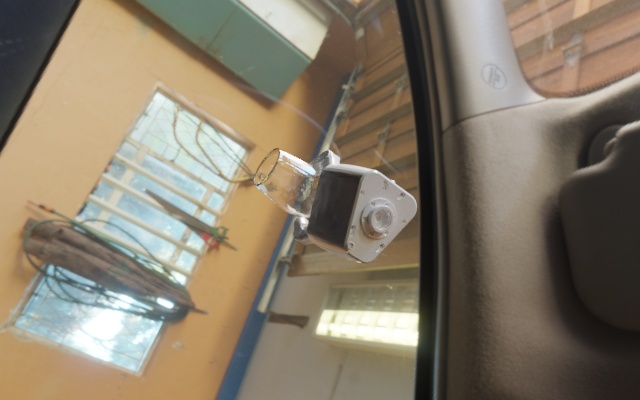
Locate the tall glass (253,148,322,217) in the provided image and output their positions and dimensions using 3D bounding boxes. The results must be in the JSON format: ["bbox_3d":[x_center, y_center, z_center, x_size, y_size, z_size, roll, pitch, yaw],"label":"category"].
[{"bbox_3d":[0.001,0.003,0.704,0.201,0.079,0.079,33,-15,-25],"label":"tall glass"}]
